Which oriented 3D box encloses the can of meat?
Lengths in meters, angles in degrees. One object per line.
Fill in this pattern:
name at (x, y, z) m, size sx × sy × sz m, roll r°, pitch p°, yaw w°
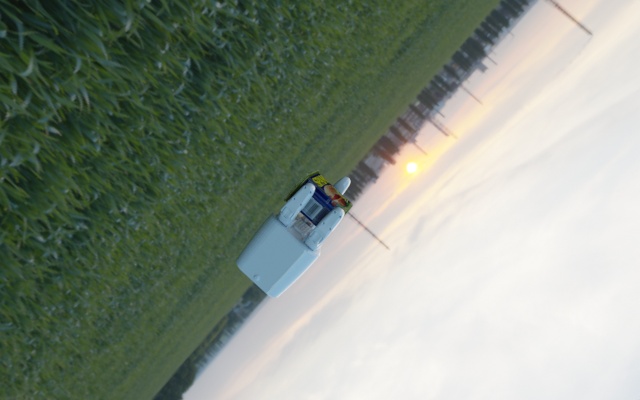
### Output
can of meat at (0.000, 0.003, 0.744) m, size 0.084 × 0.057 × 0.102 m, roll 43°, pitch 14°, yaw 3°
